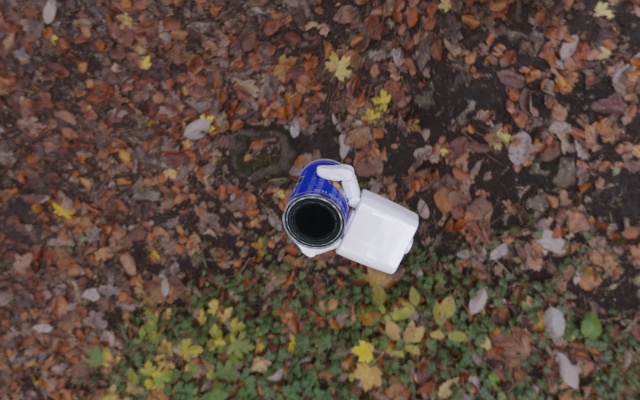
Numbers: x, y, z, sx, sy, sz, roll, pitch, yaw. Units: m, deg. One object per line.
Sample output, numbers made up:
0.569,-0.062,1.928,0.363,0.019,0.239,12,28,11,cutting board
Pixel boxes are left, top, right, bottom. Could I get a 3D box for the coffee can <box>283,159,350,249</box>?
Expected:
0.000,0.002,0.817,0.103,0.103,0.140,0,28,10,coffee can
